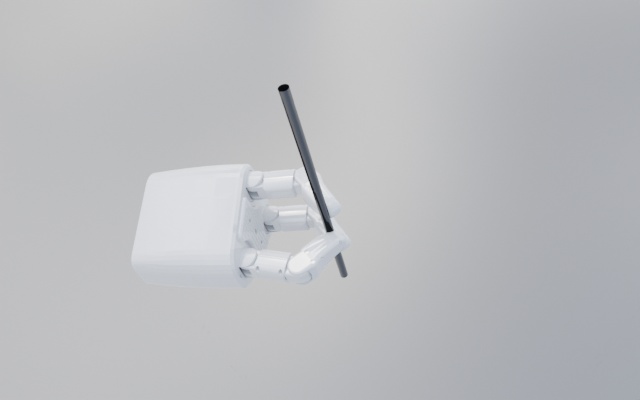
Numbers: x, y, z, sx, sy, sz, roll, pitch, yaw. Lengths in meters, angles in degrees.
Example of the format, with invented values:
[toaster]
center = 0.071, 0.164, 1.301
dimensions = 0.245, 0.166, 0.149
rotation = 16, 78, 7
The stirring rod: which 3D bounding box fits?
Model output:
[stirring rod]
center = 0.000, 0.001, 0.404
dimensions = 0.011, 0.011, 0.240
rotation = 0, -39, 15
